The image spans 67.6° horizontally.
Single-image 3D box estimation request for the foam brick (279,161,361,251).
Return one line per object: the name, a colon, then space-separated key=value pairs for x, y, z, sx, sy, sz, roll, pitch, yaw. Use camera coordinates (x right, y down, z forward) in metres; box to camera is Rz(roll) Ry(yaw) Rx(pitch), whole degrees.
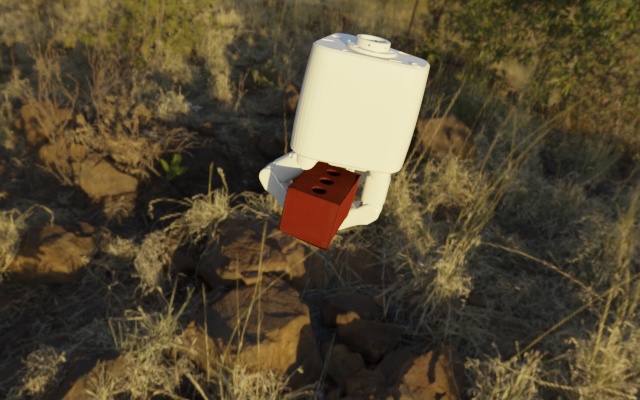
foam brick: x=0.000 y=0.002 z=0.473 sx=0.053 sy=0.051 sz=0.078 roll=21 pitch=30 yaw=10
